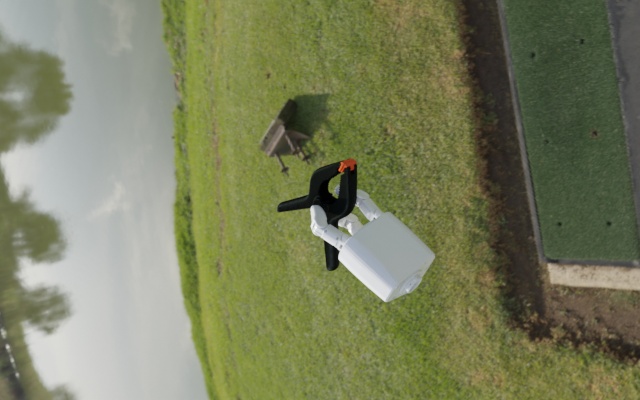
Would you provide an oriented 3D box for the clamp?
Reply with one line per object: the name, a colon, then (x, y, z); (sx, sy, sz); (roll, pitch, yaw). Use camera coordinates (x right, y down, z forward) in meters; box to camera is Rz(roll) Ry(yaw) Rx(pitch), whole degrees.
clamp: (0.000, 0.003, 0.828); (0.164, 0.210, 0.036); (41, 41, 24)
